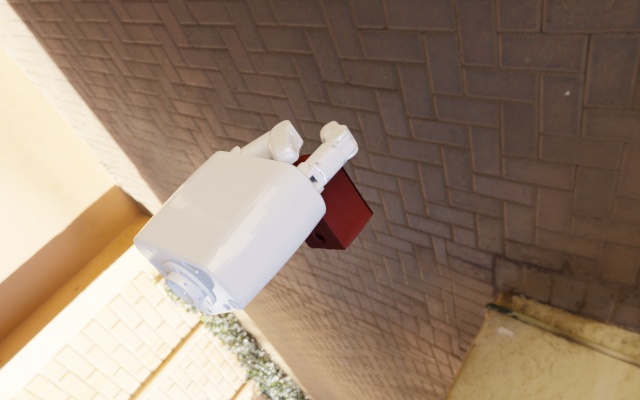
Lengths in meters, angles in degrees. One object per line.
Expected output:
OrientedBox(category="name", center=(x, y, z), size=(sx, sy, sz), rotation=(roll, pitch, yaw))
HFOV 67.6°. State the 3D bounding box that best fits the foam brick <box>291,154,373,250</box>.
OrientedBox(category="foam brick", center=(0.000, 0.002, 0.439), size=(0.053, 0.078, 0.051), rotation=(-4, 40, 48))
